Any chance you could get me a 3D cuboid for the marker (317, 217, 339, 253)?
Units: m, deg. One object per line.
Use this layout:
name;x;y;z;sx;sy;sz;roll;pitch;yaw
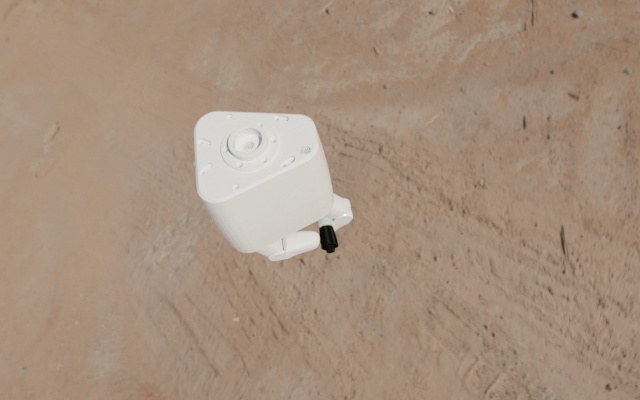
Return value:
marker;0.000;0.002;0.530;0.020;0.121;0.020;-9;-28;-5
